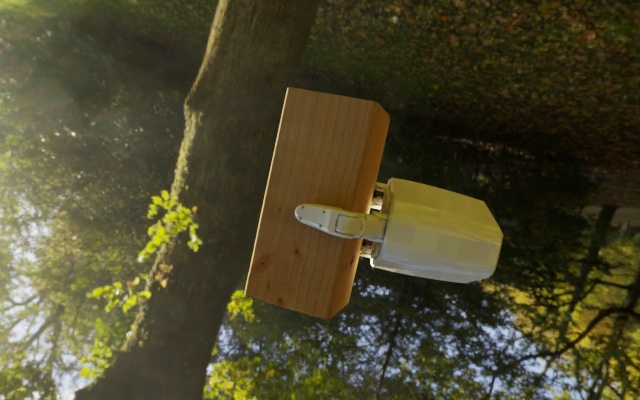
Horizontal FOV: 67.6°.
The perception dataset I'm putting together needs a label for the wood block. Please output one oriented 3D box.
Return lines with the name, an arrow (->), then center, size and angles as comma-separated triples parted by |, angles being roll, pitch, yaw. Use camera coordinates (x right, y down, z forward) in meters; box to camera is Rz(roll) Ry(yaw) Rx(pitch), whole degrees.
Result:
wood block -> 0.000, 0.002, 0.486 | 0.090, 0.206, 0.091 | 13, 4, 16
